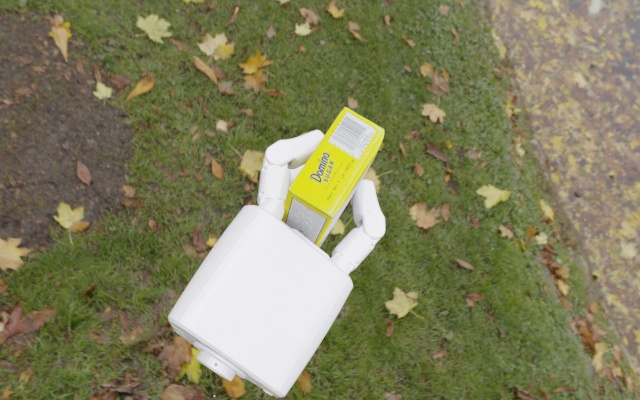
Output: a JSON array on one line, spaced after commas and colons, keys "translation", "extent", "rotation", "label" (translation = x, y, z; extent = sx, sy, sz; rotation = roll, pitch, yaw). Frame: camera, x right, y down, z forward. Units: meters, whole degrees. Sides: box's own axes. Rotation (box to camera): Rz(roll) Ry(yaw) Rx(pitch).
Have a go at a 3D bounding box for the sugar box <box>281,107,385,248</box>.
[{"translation": [0.000, 0.001, 0.443], "extent": [0.048, 0.093, 0.176], "rotation": [33, -25, 2], "label": "sugar box"}]
